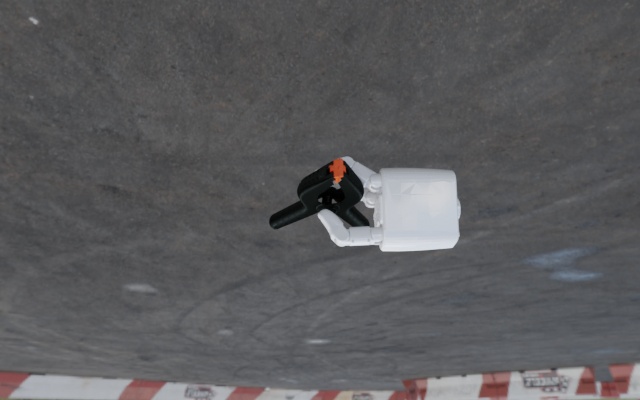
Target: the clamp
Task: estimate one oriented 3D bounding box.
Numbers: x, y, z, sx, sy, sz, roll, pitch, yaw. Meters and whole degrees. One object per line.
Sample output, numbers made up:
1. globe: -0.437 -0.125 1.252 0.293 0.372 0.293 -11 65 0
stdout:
1. clamp: 0.000 0.003 0.706 0.164 0.036 0.210 -1 -25 -1
